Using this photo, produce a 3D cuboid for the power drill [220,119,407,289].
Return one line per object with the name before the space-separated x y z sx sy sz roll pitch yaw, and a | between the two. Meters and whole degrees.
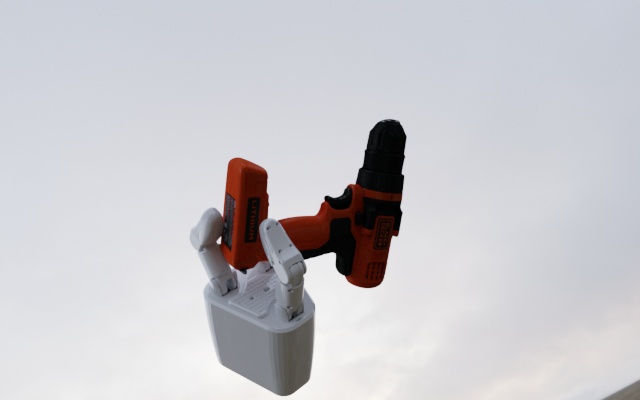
power drill | 0.000 0.002 0.483 0.187 0.184 0.057 3 10 -25
